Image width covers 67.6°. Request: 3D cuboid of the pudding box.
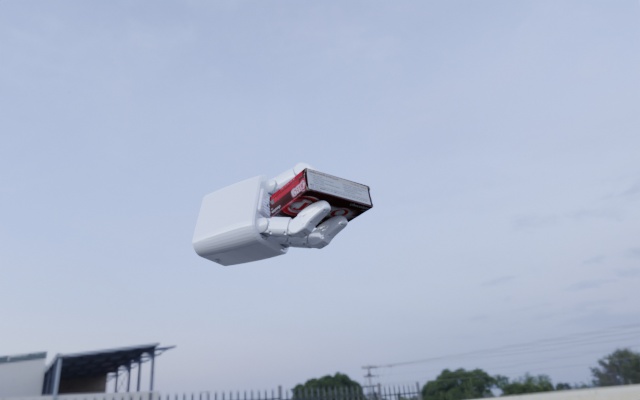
[{"bbox_3d":[0.000,0.002,0.650,0.113,0.039,0.090,12,-31,-35],"label":"pudding box"}]
